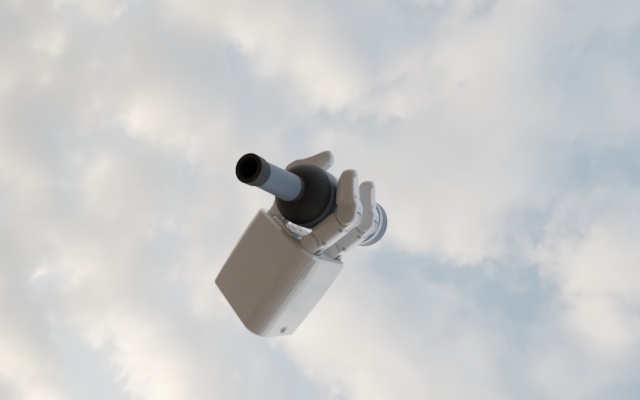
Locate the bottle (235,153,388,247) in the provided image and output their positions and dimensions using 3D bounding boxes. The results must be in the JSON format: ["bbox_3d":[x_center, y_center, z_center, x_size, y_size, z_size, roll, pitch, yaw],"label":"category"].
[{"bbox_3d":[0.000,0.002,0.538,0.069,0.069,0.296,0,-12,26],"label":"bottle"}]
